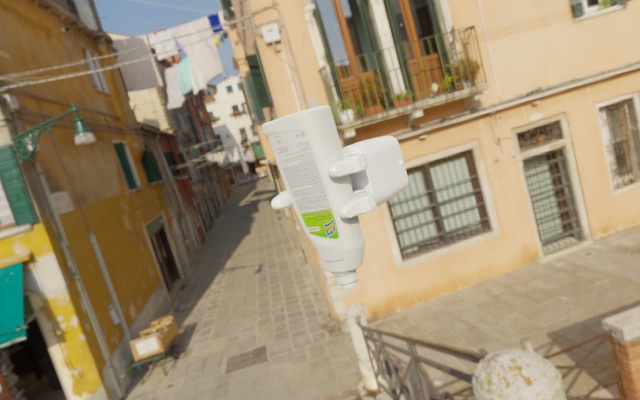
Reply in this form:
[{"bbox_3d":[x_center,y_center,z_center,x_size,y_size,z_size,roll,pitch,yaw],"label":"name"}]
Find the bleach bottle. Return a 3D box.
[{"bbox_3d":[0.000,0.002,0.667,0.102,0.251,0.068,-8,11,44],"label":"bleach bottle"}]
